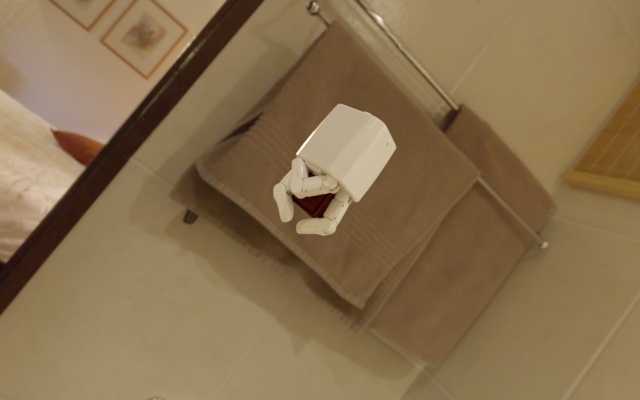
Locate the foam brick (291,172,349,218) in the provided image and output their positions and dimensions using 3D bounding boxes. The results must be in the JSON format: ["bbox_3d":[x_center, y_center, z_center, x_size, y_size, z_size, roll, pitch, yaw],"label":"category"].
[{"bbox_3d":[0.000,0.003,0.744,0.053,0.051,0.078,35,-5,30],"label":"foam brick"}]
